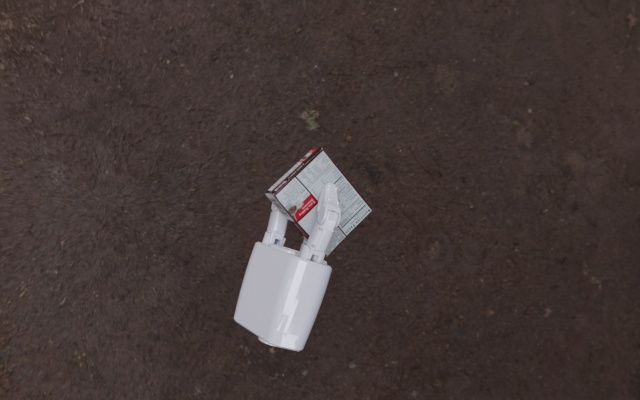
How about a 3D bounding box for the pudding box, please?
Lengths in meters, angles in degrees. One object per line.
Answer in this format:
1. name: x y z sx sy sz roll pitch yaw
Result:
1. pudding box: 0.000 0.002 0.613 0.090 0.113 0.039 -44 20 -12
